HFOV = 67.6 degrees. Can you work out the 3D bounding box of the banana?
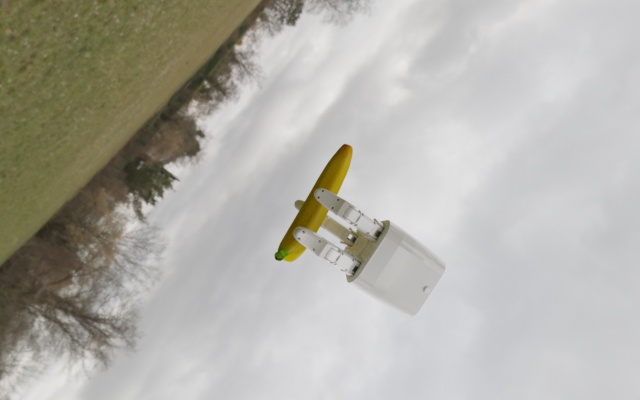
[{"bbox_3d":[-0.006,0.011,0.651,0.037,0.197,0.070,31,-25,-3],"label":"banana"}]
